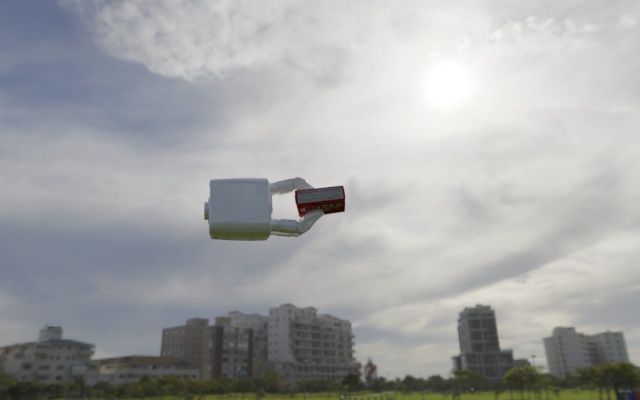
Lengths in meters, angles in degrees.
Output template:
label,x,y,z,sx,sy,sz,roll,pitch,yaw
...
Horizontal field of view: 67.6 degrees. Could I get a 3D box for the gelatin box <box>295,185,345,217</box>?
label,x,y,z,sx,sy,sz,roll,pitch,yaw
gelatin box,0.000,0.002,0.868,0.089,0.030,0.073,-7,-20,0
